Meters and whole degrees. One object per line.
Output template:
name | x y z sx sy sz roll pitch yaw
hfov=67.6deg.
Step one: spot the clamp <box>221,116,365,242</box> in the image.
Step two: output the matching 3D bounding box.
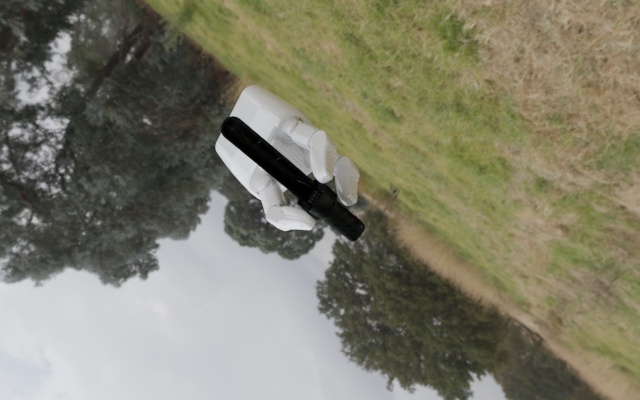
clamp | 0.000 0.002 0.503 0.164 0.036 0.210 41 1 43
